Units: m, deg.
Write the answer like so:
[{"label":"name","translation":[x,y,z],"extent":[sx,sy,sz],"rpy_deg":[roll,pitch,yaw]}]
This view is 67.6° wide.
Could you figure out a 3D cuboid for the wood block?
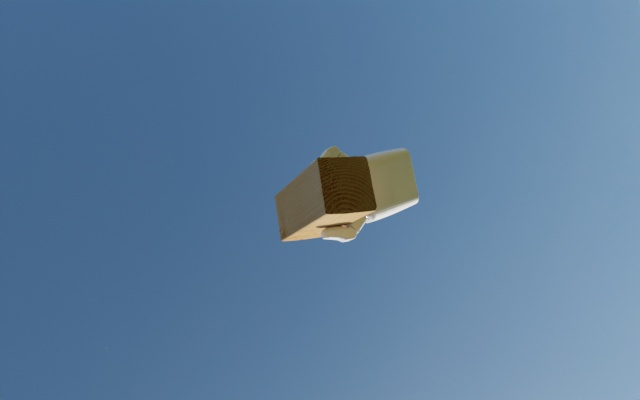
[{"label":"wood block","translation":[0.000,0.003,0.810],"extent":[0.090,0.090,0.206],"rpy_deg":[-4,-14,-25]}]
